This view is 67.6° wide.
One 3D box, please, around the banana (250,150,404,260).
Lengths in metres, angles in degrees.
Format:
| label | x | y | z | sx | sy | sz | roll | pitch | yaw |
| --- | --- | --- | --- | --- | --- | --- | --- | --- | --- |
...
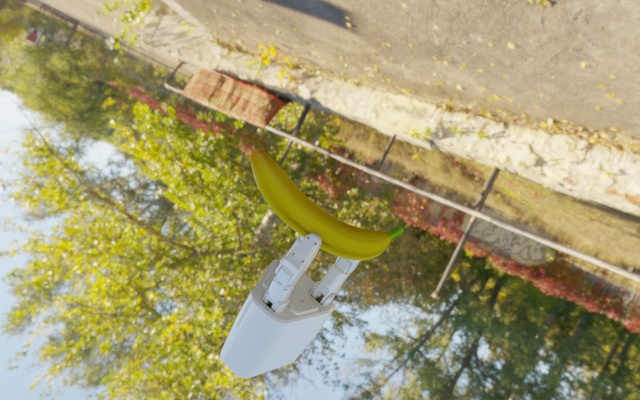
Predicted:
| label | x | y | z | sx | sy | sz | roll | pitch | yaw |
| --- | --- | --- | --- | --- | --- | --- | --- | --- | --- |
| banana | -0.003 | 0.016 | 0.536 | 0.198 | 0.069 | 0.037 | 30 | -42 | -7 |
